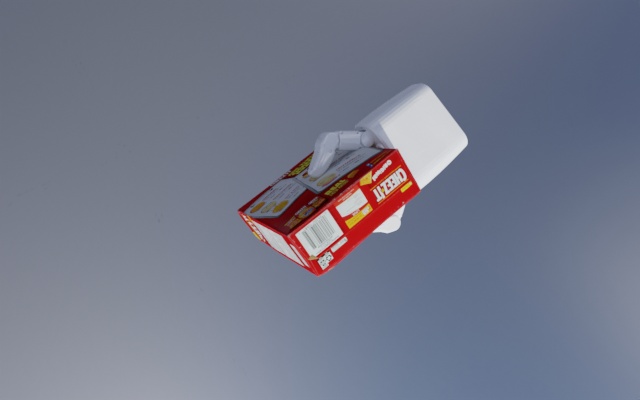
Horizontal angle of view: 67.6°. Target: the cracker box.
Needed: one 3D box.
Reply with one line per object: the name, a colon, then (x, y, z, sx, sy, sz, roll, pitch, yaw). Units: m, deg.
cracker box: (0.000, 0.002, 0.622, 0.164, 0.072, 0.213, -39, 20, -15)
